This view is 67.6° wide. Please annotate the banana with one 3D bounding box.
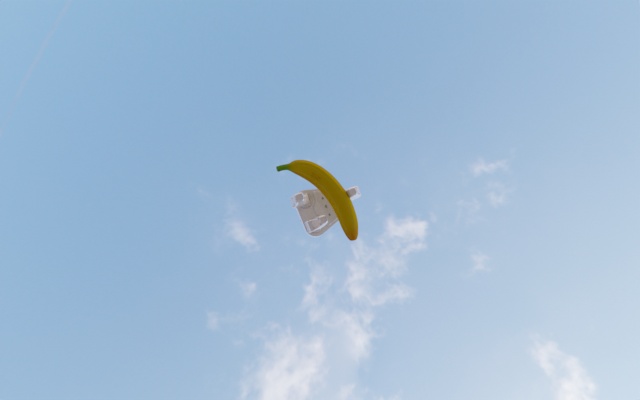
[{"bbox_3d":[0.010,-0.013,0.887,0.198,0.069,0.037,43,-12,1],"label":"banana"}]
